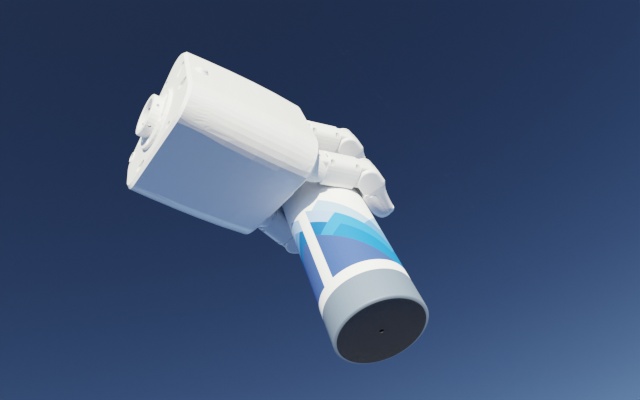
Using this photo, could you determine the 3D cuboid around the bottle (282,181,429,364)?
[{"bbox_3d":[0.000,0.002,0.422,0.069,0.069,0.295,0,35,-19],"label":"bottle"}]
